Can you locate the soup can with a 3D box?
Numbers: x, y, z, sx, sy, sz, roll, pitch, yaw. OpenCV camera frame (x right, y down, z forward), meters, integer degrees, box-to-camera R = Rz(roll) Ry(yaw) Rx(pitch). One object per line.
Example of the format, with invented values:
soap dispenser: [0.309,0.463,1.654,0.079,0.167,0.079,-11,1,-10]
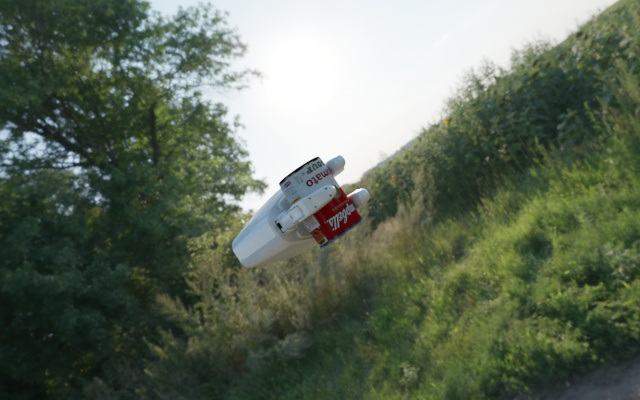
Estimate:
soup can: [0.000,0.002,0.624,0.068,0.102,0.068,-34,-2,-1]
